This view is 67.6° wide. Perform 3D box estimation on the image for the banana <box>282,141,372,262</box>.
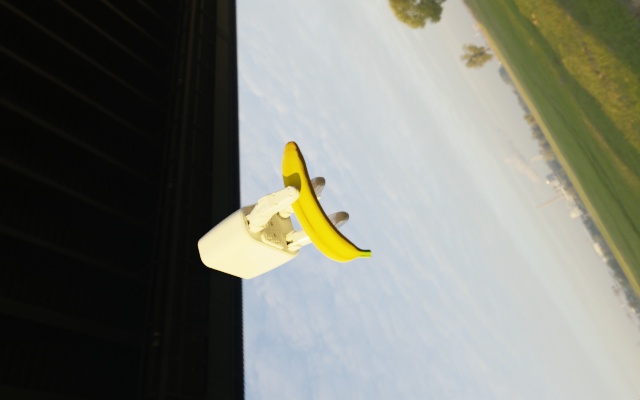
[{"bbox_3d":[-0.007,0.011,0.651,0.037,0.198,0.069,-33,1,35],"label":"banana"}]
